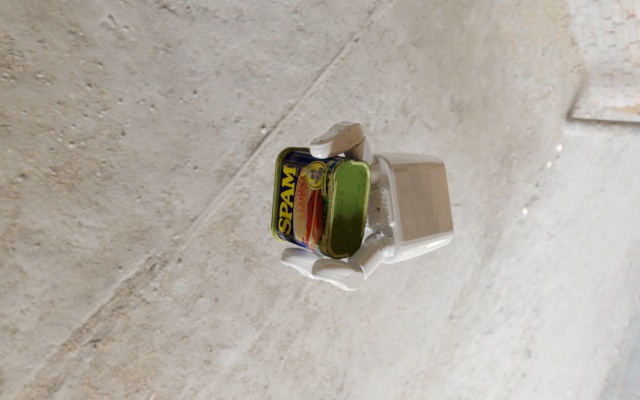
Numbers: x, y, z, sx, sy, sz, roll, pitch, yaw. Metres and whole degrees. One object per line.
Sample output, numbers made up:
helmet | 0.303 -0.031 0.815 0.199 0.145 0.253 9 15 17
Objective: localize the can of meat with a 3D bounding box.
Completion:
can of meat | 0.000 0.002 0.477 0.057 0.102 0.084 -4 13 -43
